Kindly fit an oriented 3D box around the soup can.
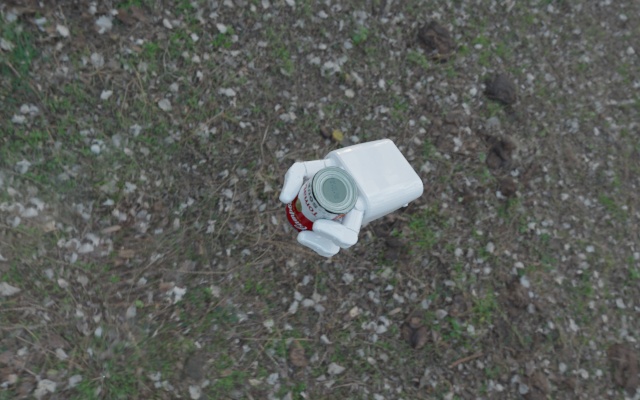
[{"bbox_3d":[0.000,0.002,0.655,0.068,0.068,0.102,0,-19,-25],"label":"soup can"}]
